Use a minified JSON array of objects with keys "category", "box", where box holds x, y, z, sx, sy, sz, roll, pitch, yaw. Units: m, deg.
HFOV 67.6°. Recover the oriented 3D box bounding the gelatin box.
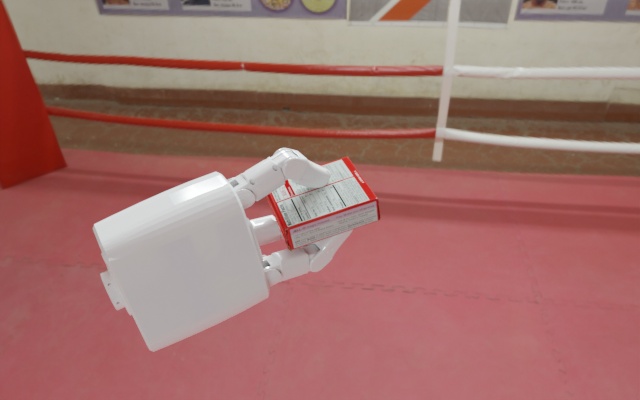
[{"category":"gelatin box","box":[0.000,0.001,0.442,0.089,0.030,0.073,-19,40,-9]}]
